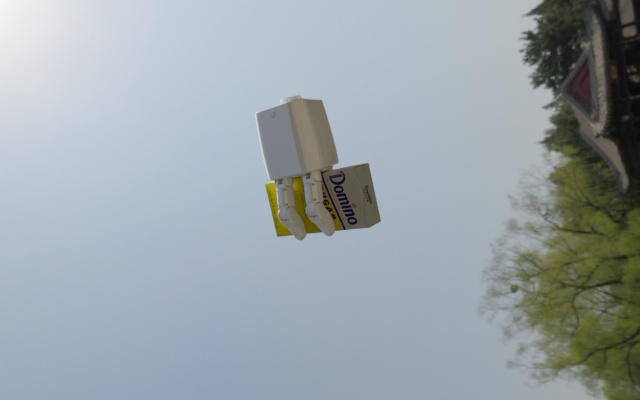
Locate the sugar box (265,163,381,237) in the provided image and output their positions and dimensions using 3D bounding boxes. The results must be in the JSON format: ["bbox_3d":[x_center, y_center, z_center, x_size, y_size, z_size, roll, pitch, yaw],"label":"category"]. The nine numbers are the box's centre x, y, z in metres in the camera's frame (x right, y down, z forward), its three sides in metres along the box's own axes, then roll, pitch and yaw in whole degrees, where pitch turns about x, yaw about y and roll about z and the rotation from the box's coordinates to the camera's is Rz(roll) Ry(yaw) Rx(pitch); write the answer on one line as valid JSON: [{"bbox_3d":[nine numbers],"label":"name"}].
[{"bbox_3d":[0.000,0.002,0.741,0.176,0.093,0.048,-9,7,38],"label":"sugar box"}]
